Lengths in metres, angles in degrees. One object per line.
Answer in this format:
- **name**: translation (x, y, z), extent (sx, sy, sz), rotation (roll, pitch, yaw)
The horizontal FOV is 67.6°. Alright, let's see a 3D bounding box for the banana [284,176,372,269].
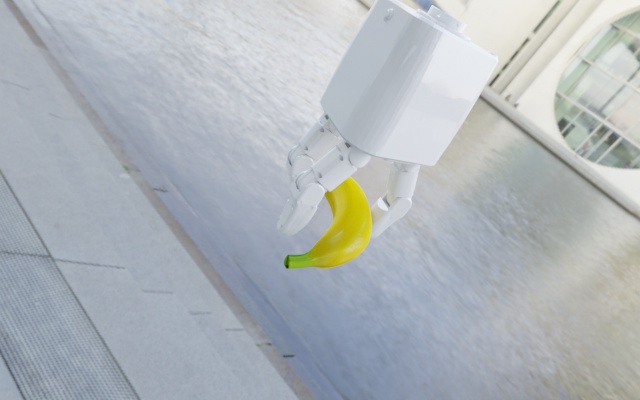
- **banana**: translation (0.017, 0.010, 0.465), extent (0.069, 0.037, 0.197), rotation (21, 26, -3)
